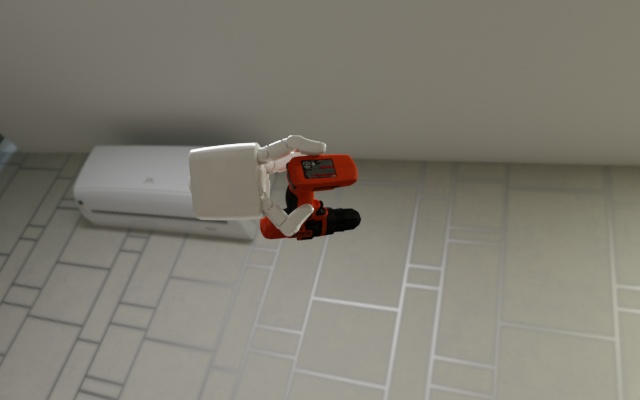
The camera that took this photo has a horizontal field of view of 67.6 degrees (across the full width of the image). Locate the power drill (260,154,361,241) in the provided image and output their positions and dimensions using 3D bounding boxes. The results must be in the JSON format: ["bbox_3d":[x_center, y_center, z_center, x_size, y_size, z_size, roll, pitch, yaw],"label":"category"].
[{"bbox_3d":[0.000,0.002,0.788,0.184,0.057,0.188,-6,-33,-19],"label":"power drill"}]
